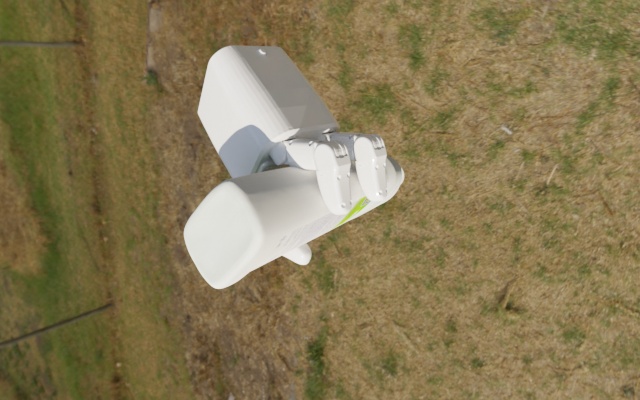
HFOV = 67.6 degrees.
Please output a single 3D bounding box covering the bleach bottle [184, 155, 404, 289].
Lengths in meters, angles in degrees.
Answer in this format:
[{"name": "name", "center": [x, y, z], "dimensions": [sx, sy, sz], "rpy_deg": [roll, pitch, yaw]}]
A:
[{"name": "bleach bottle", "center": [0.000, 0.002, 0.465], "dimensions": [0.251, 0.068, 0.103], "rpy_deg": [-18, -19, -48]}]
